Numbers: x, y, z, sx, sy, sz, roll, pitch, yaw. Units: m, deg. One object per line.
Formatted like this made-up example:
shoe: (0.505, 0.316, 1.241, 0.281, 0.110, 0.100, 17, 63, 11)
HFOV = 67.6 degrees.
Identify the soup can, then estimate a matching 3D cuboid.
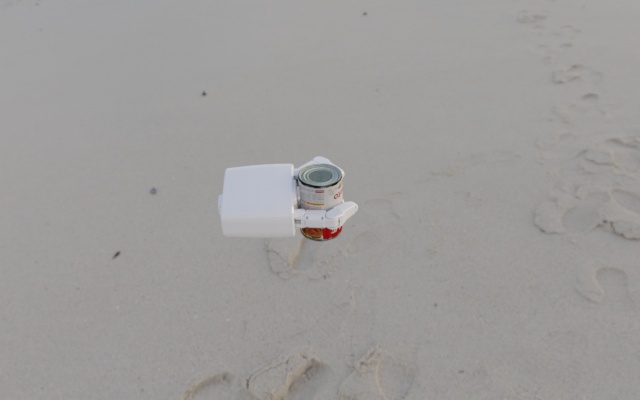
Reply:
soup can: (0.001, 0.002, 0.734, 0.068, 0.102, 0.068, -1, 35, 1)
